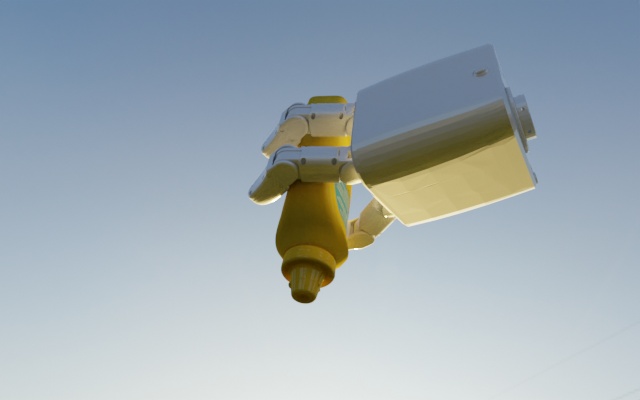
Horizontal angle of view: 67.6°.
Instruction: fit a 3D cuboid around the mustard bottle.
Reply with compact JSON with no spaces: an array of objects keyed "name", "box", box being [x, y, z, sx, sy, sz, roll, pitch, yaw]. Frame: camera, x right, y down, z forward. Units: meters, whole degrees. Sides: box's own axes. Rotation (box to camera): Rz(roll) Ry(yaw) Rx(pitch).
[{"name":"mustard bottle","box":[0.000,0.001,0.407,0.058,0.191,0.096,2,-44,8]}]
